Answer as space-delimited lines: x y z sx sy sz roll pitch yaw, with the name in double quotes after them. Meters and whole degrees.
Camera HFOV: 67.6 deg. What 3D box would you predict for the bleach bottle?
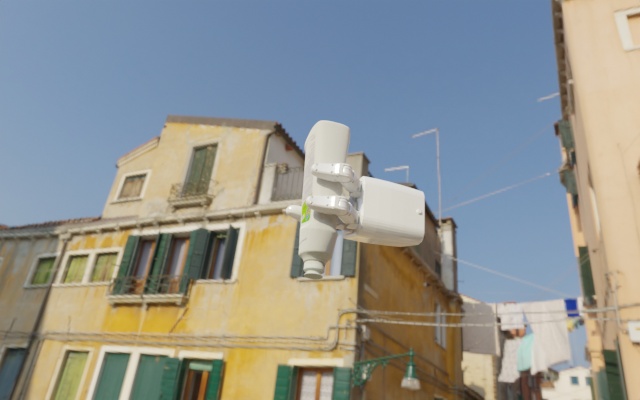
0.000 0.002 0.757 0.068 0.250 0.103 12 -27 -10 "bleach bottle"
